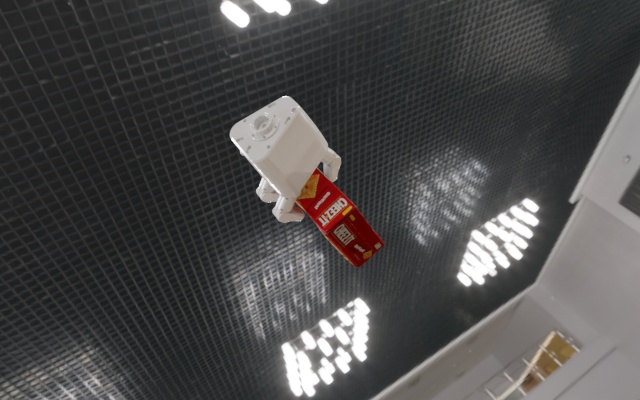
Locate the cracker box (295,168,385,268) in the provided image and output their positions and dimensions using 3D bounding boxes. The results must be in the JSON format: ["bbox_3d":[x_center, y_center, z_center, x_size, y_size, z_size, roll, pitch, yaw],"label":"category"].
[{"bbox_3d":[0.000,0.002,0.832,0.213,0.072,0.164,47,0,35],"label":"cracker box"}]
